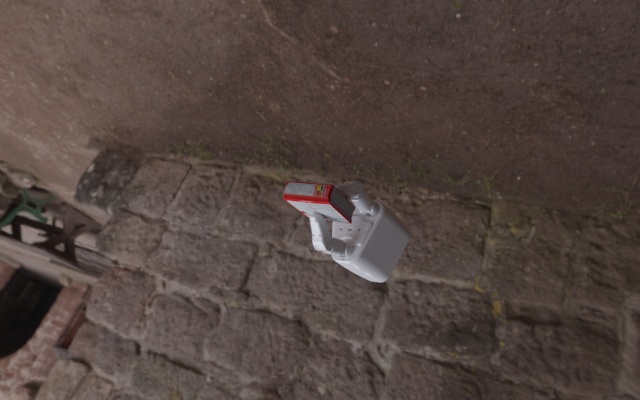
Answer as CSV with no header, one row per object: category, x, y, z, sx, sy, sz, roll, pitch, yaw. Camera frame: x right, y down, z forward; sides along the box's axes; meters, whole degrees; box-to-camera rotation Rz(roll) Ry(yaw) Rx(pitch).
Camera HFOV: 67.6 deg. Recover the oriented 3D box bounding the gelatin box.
gelatin box,0.000,0.003,0.683,0.073,0.030,0.089,6,-18,28
